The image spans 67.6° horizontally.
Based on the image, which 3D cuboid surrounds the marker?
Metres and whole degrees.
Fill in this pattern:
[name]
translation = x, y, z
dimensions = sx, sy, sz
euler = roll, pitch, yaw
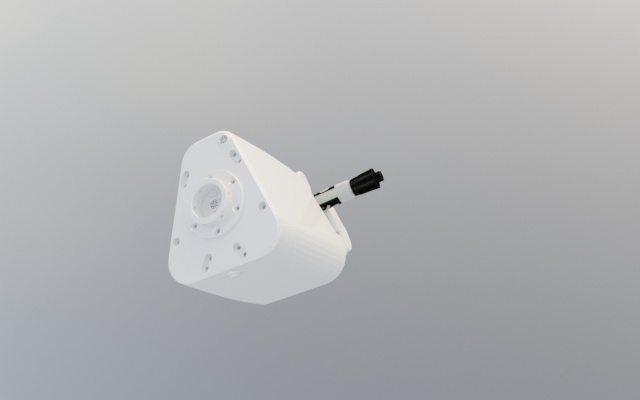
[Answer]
[marker]
translation = 0.000, 0.001, 0.429
dimensions = 0.121, 0.020, 0.020
euler = -23, -7, 17
